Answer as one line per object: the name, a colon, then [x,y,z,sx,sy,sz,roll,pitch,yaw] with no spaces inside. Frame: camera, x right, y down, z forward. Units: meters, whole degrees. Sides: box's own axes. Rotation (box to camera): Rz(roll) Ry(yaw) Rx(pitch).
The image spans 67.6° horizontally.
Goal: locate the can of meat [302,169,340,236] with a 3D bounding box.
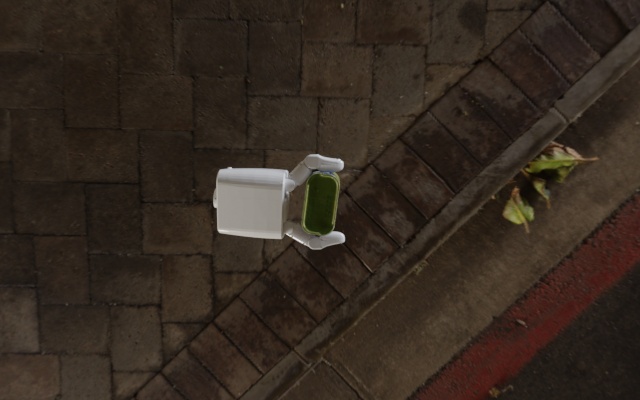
can of meat: [0.000,0.003,0.768,0.057,0.102,0.084,7,5,0]
